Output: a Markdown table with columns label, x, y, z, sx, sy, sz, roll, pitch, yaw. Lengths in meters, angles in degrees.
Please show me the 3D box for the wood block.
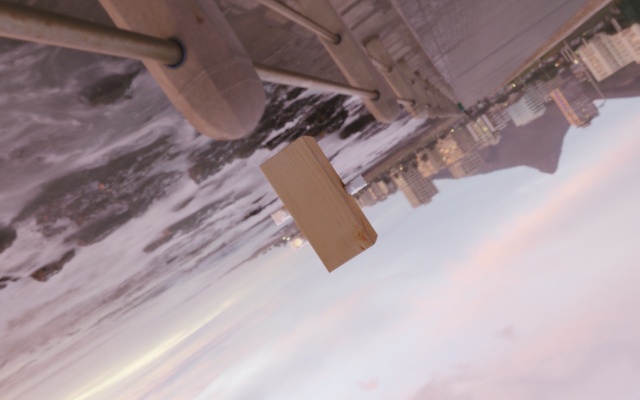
| label | x | y | z | sx | sy | sz | roll | pitch | yaw |
| --- | --- | --- | --- | --- | --- | --- | --- | --- | --- |
| wood block | 0.001 | 0.003 | 0.797 | 0.091 | 0.206 | 0.090 | -34 | -1 | 12 |
